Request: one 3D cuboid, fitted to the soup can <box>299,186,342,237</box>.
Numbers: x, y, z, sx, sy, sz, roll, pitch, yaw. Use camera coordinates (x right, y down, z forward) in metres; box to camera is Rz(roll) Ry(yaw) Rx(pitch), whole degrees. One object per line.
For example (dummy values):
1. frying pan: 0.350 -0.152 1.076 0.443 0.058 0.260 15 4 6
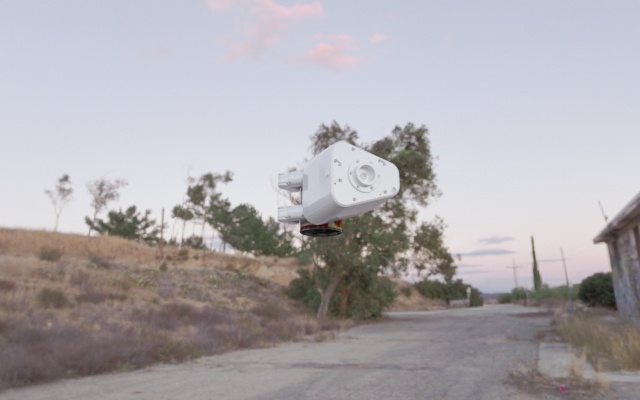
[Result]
1. soup can: 0.000 0.002 0.769 0.068 0.102 0.068 0 -15 0
